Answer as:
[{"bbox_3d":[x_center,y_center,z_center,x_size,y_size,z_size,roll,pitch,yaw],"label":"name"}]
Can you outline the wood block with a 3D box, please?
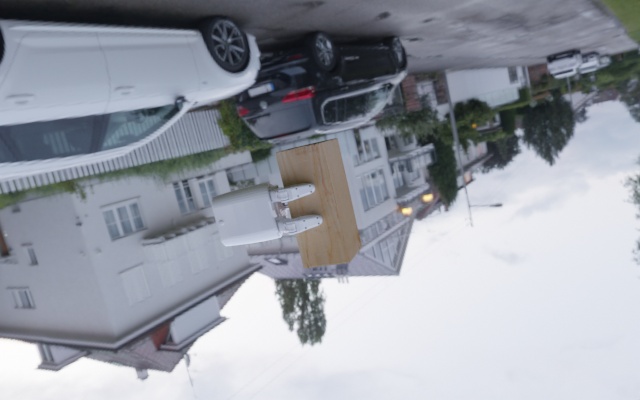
[{"bbox_3d":[0.000,0.003,0.839,0.090,0.206,0.091,-10,9,20],"label":"wood block"}]
